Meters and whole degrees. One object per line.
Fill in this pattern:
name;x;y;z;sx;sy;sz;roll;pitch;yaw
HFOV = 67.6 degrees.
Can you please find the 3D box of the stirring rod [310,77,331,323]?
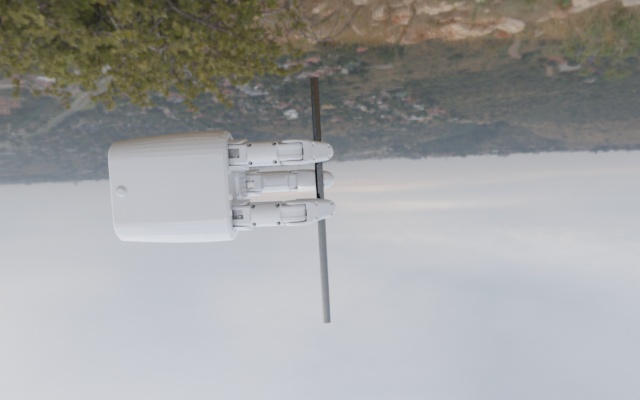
stirring rod;0.000;0.001;0.468;0.011;0.239;0.011;-3;4;0
